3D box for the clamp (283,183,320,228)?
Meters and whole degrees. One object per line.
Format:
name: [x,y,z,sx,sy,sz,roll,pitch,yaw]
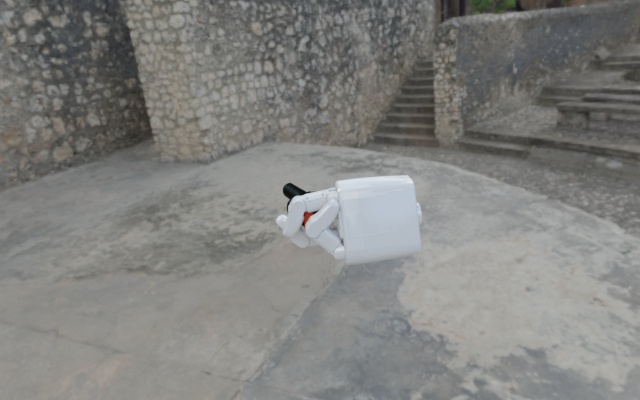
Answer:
clamp: [0.000,0.002,0.755,0.120,0.039,0.171,-6,19,-2]
